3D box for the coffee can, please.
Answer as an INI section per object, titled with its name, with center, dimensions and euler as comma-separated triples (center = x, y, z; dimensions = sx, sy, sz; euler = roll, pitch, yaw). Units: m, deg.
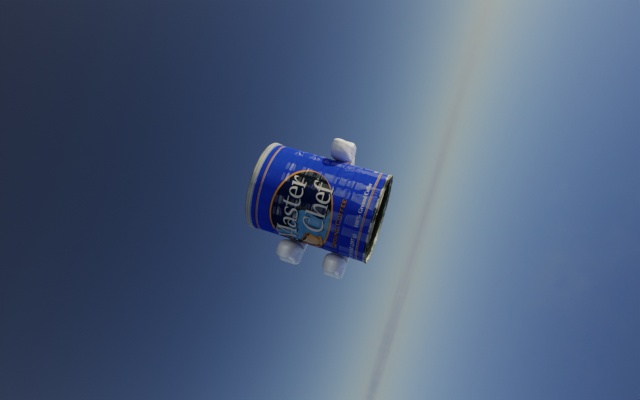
[coffee can]
center = 0.000, 0.002, 0.542
dimensions = 0.140, 0.103, 0.103
euler = 17, 3, 12
